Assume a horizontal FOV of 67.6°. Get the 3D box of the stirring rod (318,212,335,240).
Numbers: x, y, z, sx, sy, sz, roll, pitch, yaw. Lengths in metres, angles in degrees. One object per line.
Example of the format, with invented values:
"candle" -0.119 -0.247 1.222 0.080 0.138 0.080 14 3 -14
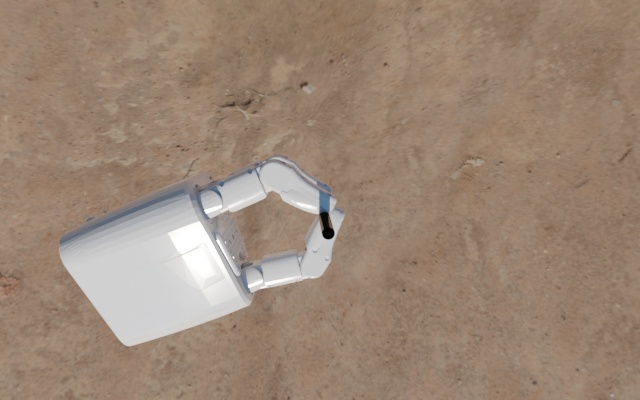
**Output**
"stirring rod" 0.000 0.001 0.414 0.011 0.011 0.239 0 9 -2
